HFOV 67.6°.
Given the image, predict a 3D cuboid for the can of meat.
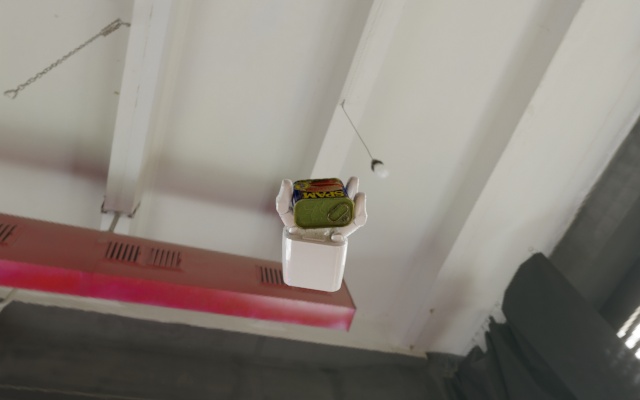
[{"bbox_3d":[0.000,0.002,0.821,0.102,0.057,0.084,-3,28,-8],"label":"can of meat"}]
